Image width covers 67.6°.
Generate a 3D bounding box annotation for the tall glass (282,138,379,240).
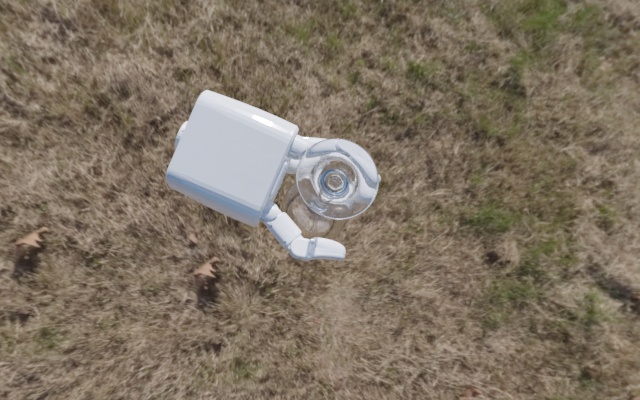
[{"bbox_3d":[0.000,0.002,0.513,0.079,0.079,0.201,0,-13,-9],"label":"tall glass"}]
